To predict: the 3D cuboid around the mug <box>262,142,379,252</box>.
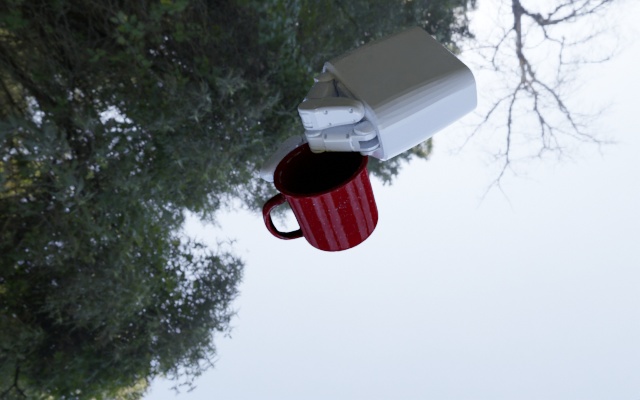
[{"bbox_3d":[-0.001,0.002,0.467,0.117,0.082,0.093,-28,38,-9],"label":"mug"}]
